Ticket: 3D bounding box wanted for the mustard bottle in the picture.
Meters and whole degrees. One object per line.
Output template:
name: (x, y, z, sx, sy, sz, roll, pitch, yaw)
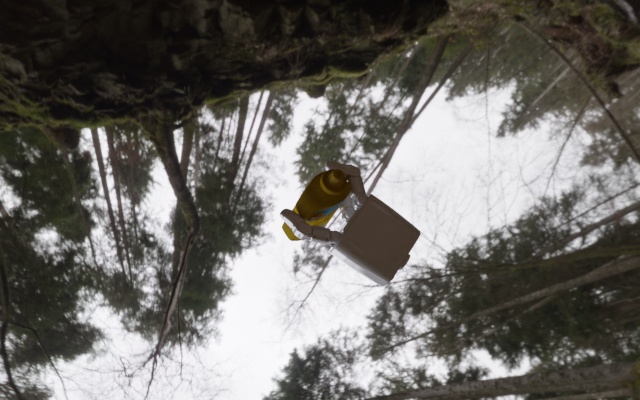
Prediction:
mustard bottle: (0.000, 0.002, 0.792, 0.096, 0.058, 0.192, -26, -15, -28)
